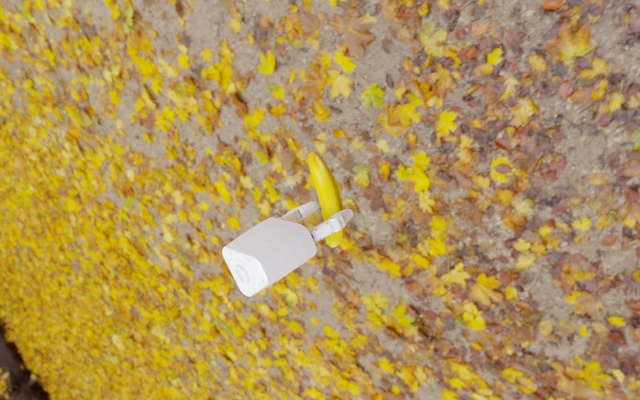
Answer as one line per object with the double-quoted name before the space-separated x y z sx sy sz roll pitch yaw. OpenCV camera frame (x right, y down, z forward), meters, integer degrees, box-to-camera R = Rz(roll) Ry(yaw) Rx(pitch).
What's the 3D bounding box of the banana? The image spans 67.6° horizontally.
"banana" 0.013 0.011 0.844 0.037 0.198 0.069 -28 35 -31
